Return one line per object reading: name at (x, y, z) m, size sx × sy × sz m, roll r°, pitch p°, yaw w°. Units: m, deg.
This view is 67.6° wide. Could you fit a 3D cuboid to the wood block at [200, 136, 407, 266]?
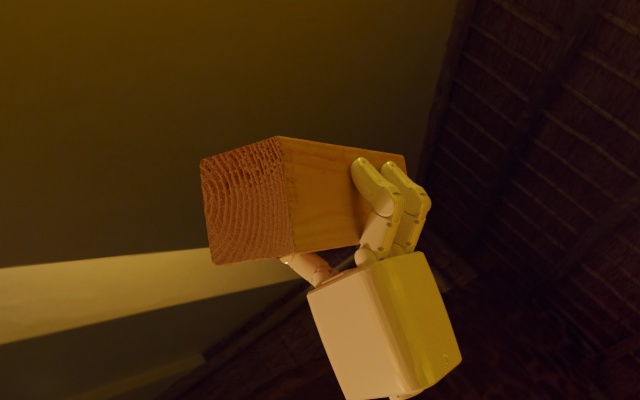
wood block at (0.000, 0.002, 0.449) m, size 0.091 × 0.090 × 0.206 m, roll -12°, pitch -7°, yaw 35°
